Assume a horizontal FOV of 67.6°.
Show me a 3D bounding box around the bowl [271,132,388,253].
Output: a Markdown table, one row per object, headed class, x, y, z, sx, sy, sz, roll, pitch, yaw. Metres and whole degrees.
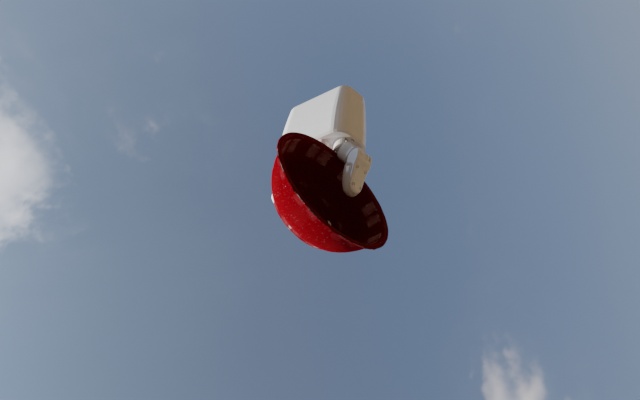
| class | x | y | z | sx | sy | sz | roll | pitch | yaw |
| --- | --- | --- | --- | --- | --- | --- | --- | --- | --- |
| bowl | 0.000 | 0.003 | 0.529 | 0.055 | 0.162 | 0.162 | -43 | -22 | 25 |
